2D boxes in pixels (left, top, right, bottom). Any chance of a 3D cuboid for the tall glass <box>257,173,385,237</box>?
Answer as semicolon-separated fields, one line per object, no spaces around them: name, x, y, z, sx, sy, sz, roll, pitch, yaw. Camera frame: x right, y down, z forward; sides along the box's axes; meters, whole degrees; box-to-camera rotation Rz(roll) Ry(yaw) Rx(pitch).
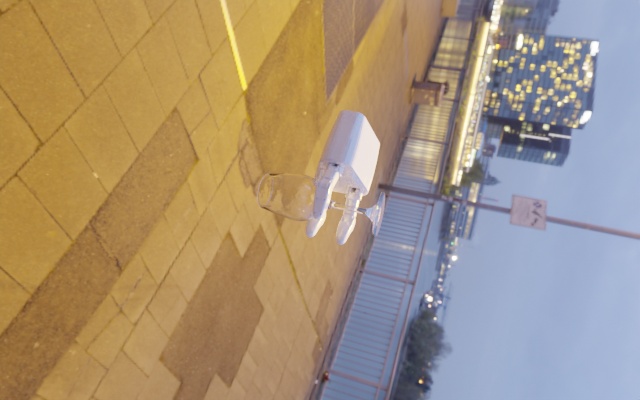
tall glass;0.001;0.003;0.784;0.201;0.079;0.079;12;3;15
